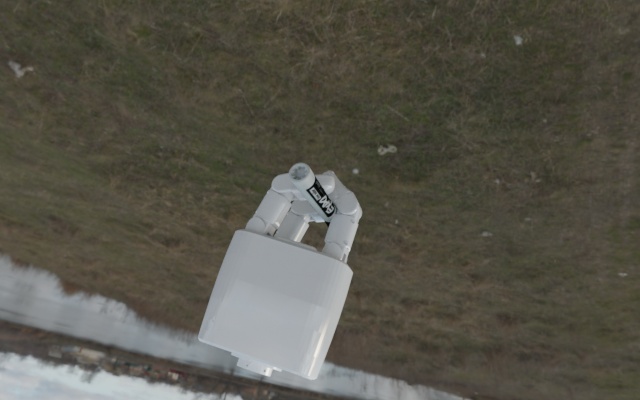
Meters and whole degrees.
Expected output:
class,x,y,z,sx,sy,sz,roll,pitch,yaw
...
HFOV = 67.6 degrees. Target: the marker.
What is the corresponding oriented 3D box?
class,x,y,z,sx,sy,sz,roll,pitch,yaw
marker,0.000,0.001,0.446,0.020,0.020,0.121,0,-24,19
